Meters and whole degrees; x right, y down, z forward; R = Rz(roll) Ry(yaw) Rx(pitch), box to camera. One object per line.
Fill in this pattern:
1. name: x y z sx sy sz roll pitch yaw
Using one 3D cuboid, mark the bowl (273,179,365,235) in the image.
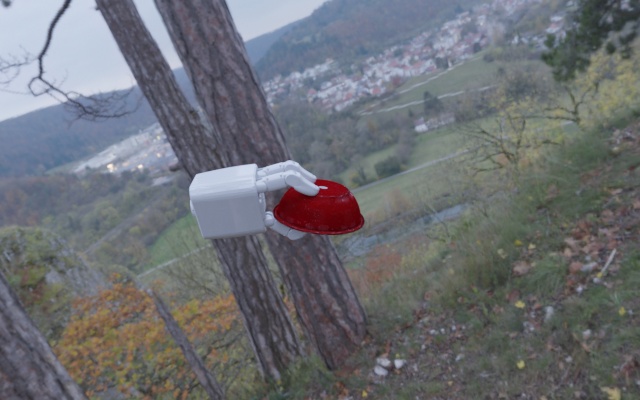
1. bowl: 0.001 0.002 0.825 0.162 0.055 0.162 6 20 -2
